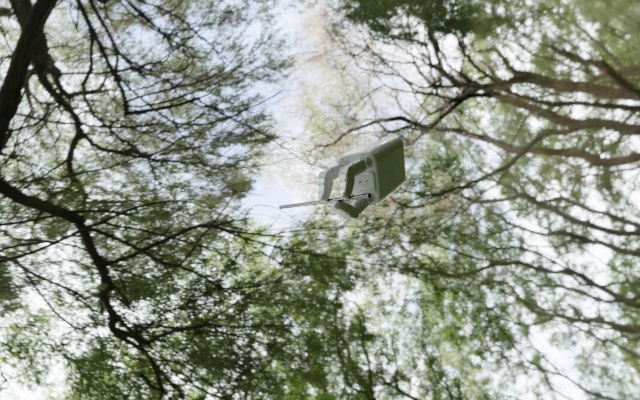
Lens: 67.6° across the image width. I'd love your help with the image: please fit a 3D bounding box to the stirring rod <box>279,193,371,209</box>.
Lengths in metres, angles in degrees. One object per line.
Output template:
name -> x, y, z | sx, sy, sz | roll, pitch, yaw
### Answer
stirring rod -> 0.000, 0.003, 0.891 | 0.011, 0.011, 0.239 | 0, -5, -43
